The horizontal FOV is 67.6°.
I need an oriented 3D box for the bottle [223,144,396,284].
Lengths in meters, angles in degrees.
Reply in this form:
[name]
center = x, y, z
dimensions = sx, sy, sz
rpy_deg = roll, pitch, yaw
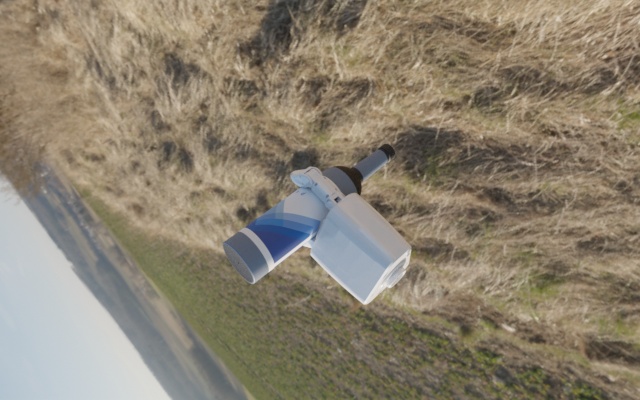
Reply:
[bottle]
center = 0.000, 0.002, 0.680
dimensions = 0.295, 0.069, 0.069
rpy_deg = -37, 18, -25
